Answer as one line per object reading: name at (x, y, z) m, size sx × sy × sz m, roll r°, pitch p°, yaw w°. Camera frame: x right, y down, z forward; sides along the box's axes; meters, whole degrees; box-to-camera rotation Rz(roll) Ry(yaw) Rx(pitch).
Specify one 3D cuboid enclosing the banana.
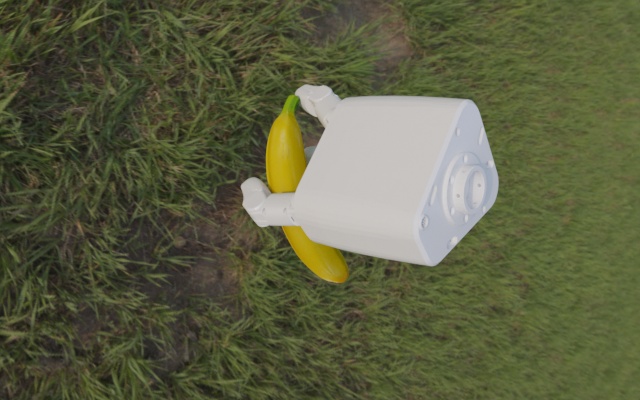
banana at (-0.012, 0.006, 0.444) m, size 0.037 × 0.198 × 0.069 m, roll 5°, pitch 28°, yaw 40°
